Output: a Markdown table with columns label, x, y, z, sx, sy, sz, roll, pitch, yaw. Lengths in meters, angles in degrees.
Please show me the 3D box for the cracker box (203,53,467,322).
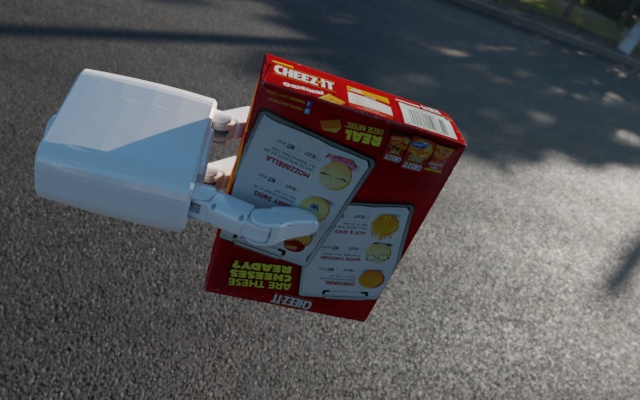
| label | x | y | z | sx | sy | sz | roll | pitch | yaw |
| --- | --- | --- | --- | --- | --- | --- | --- | --- | --- |
| cracker box | 0.000 | 0.001 | 0.424 | 0.164 | 0.214 | 0.072 | 14 | 34 | -12 |
